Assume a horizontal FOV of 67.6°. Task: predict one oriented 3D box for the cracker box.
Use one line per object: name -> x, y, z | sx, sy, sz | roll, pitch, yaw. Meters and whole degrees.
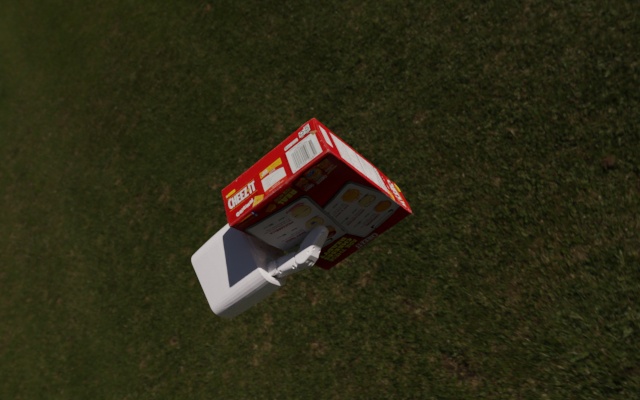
cracker box -> 0.000, 0.002, 0.656 | 0.164, 0.072, 0.214 | -36, -39, 20
